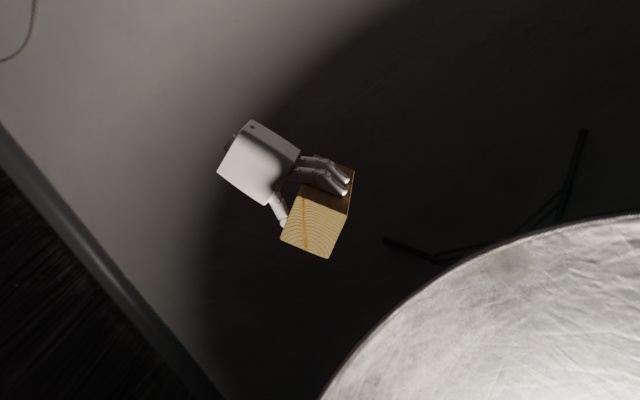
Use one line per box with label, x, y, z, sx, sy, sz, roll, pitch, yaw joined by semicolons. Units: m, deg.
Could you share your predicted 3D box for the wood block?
wood block;0.000;0.003;0.867;0.090;0.091;0.206;22;25;-3
